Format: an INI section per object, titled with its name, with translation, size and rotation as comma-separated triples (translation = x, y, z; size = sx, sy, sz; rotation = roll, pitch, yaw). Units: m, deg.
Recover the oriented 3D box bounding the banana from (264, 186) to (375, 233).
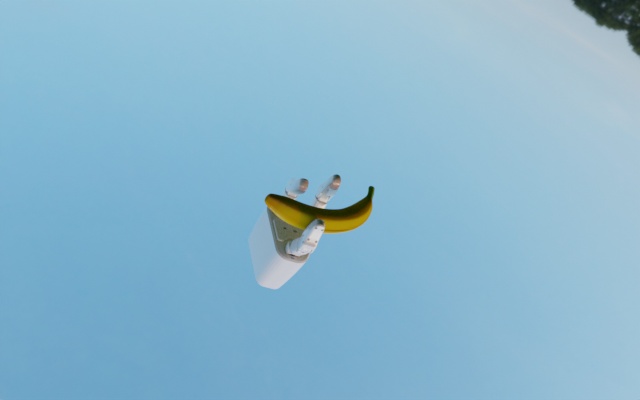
[banana]
translation = 0.009, 0.019, 0.731
size = 0.198, 0.069, 0.037
rotation = -4, -26, -33
